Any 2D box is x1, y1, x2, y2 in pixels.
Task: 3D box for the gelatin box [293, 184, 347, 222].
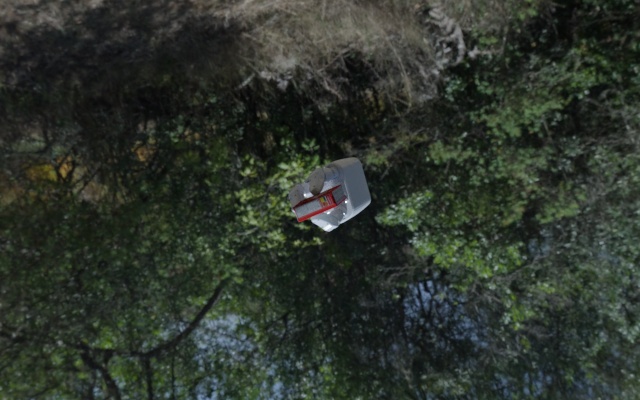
[{"bbox_3d":[0.000,0.003,0.822,0.073,0.030,0.089,-22,4,17],"label":"gelatin box"}]
